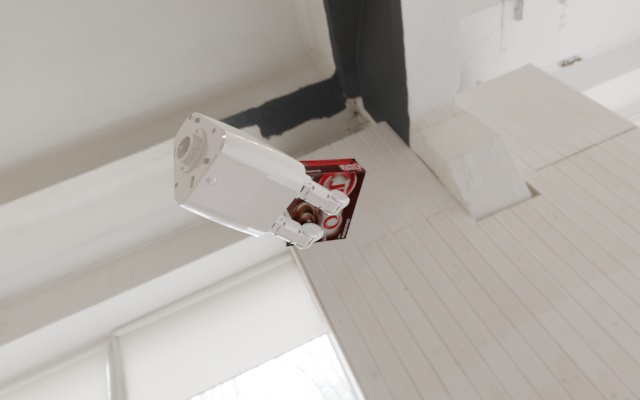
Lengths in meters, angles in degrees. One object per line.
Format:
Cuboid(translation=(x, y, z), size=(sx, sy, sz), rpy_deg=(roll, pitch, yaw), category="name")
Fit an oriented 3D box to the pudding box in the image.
Cuboid(translation=(0.000, 0.002, 0.610), size=(0.090, 0.114, 0.039), rpy_deg=(-5, 40, -26), category="pudding box")
